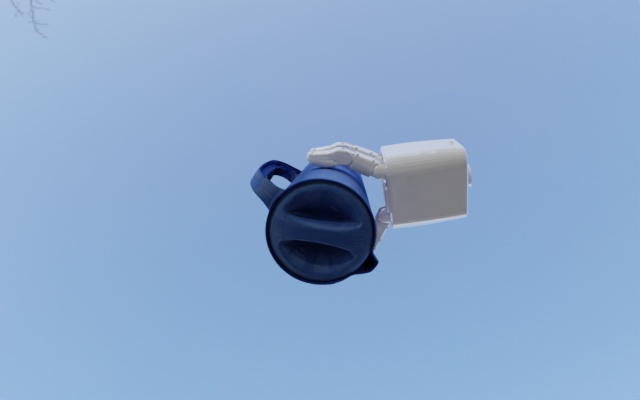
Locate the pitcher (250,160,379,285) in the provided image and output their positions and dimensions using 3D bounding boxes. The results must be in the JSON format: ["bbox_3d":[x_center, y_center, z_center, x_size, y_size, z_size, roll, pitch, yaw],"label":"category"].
[{"bbox_3d":[0.000,0.002,0.672,0.145,0.149,0.242,-9,15,6],"label":"pitcher"}]
